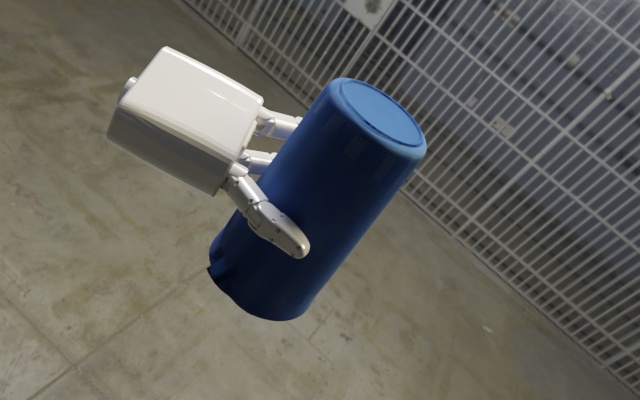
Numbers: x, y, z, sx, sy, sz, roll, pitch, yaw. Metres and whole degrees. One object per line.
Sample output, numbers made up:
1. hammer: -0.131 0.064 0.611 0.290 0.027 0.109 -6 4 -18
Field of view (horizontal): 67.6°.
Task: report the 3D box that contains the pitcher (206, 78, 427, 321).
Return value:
1. pitcher: 0.000 0.002 0.492 0.145 0.243 0.149 29 33 -13
